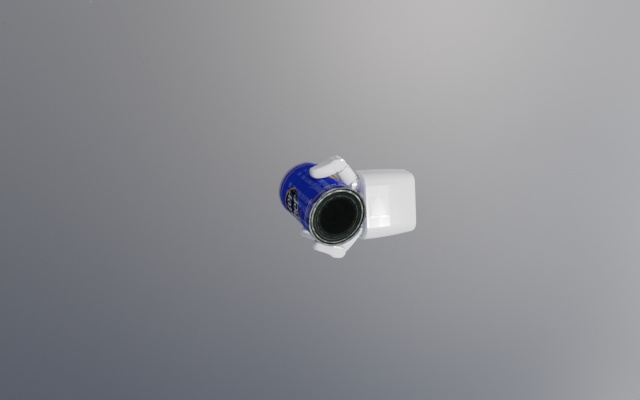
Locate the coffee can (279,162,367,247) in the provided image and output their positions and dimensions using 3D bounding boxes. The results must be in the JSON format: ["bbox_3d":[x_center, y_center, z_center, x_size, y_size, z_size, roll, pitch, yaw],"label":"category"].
[{"bbox_3d":[0.000,0.003,0.813,0.103,0.103,0.140,0,21,-26],"label":"coffee can"}]
